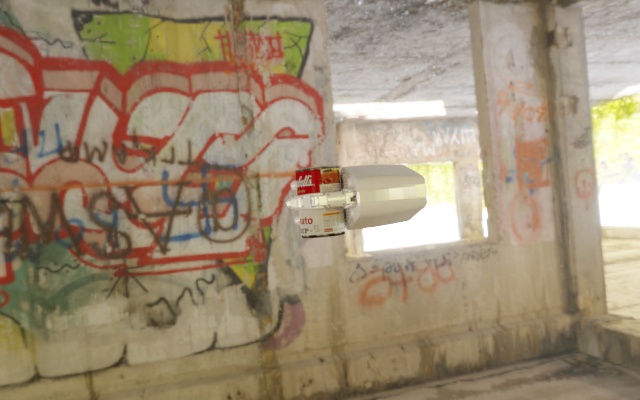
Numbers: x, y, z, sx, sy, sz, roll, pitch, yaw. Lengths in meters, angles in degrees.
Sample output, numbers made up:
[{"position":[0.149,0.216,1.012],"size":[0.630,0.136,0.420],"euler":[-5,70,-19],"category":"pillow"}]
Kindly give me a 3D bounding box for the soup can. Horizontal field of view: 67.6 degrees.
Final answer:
[{"position":[0.000,0.003,0.714],"size":[0.068,0.102,0.068],"euler":[-5,0,0],"category":"soup can"}]
